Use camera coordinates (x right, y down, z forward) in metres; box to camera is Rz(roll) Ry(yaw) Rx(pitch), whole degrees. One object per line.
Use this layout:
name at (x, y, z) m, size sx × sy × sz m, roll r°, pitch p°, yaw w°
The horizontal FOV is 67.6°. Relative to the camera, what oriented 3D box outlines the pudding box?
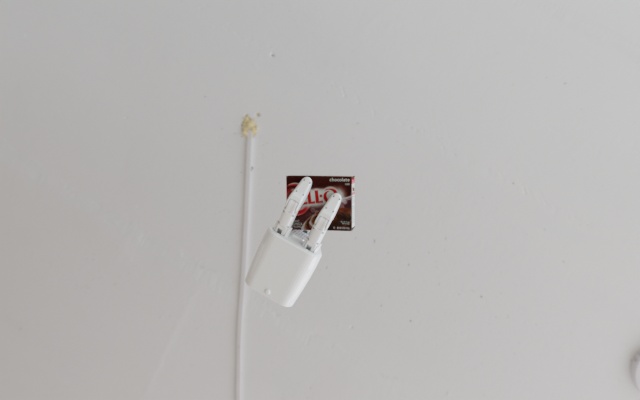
pudding box at (0.000, 0.003, 0.789) m, size 0.113 × 0.090 × 0.039 m, roll 1°, pitch 7°, yaw 11°
